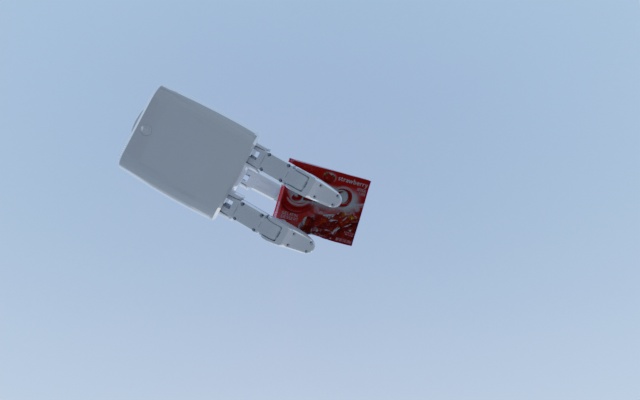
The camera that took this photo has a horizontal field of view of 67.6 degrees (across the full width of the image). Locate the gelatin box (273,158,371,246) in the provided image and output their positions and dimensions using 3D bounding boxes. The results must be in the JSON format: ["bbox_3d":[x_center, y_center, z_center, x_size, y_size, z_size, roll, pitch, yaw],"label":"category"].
[{"bbox_3d":[0.000,0.002,0.504,0.089,0.073,0.030,15,5,-13],"label":"gelatin box"}]
